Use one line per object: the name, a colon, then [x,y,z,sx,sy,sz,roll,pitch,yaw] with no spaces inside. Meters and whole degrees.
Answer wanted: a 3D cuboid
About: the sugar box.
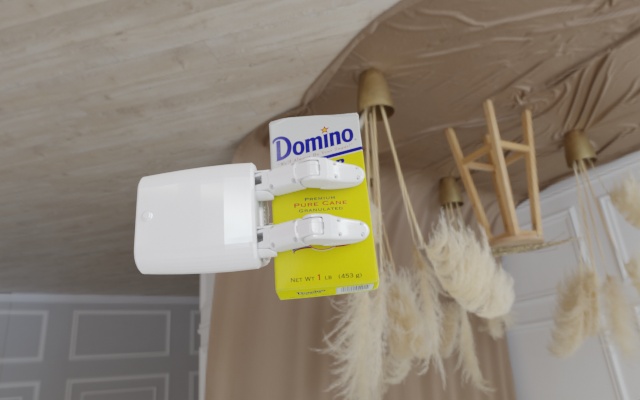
sugar box: [0.000,0.001,0.461,0.093,0.176,0.048,-5,-21,-1]
